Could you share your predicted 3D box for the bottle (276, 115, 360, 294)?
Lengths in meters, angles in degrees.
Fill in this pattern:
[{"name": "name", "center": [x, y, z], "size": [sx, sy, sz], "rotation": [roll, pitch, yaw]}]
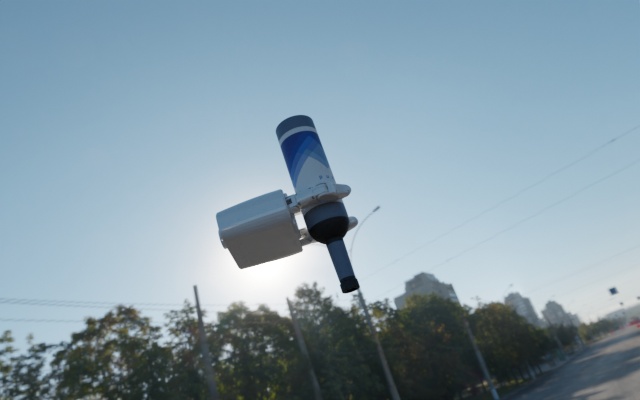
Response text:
[{"name": "bottle", "center": [0.000, 0.002, 0.745], "size": [0.069, 0.295, 0.069], "rotation": [-16, -25, -8]}]
